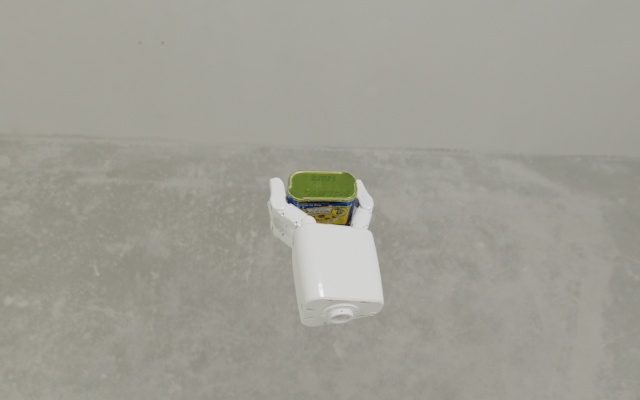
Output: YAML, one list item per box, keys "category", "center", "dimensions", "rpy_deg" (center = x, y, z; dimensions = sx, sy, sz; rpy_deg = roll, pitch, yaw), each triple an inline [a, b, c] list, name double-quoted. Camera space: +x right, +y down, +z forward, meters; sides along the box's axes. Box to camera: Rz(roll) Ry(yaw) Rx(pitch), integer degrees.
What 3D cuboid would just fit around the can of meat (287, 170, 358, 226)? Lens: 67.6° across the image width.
- category: "can of meat"
  center: [0.000, 0.002, 0.688]
  dimensions: [0.102, 0.057, 0.084]
  rpy_deg: [0, -35, -5]
